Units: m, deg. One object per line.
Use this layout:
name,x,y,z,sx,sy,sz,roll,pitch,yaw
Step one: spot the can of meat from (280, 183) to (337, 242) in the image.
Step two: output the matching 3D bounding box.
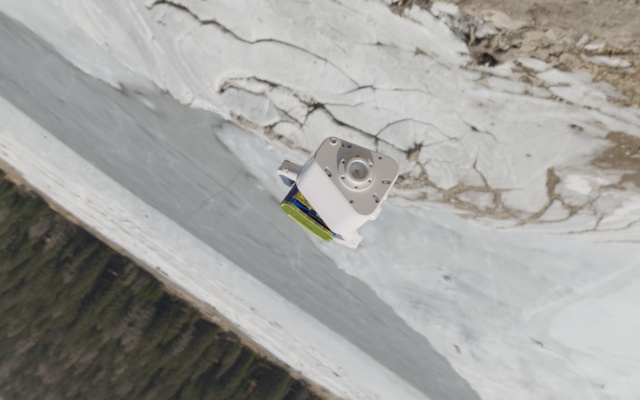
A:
can of meat,0.000,0.003,0.732,0.102,0.084,0.057,37,-19,-5
